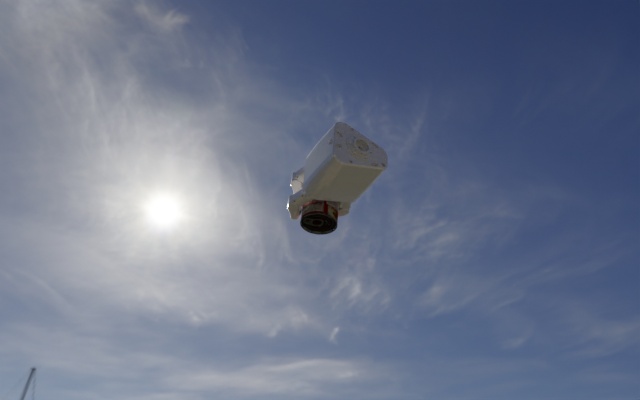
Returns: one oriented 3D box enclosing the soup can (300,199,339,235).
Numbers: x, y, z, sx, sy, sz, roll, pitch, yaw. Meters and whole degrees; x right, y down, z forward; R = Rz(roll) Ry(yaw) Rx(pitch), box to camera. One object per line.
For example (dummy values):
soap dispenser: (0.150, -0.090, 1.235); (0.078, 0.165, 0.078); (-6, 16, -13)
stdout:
soup can: (0.000, 0.003, 0.892); (0.068, 0.102, 0.069); (3, -36, 2)
